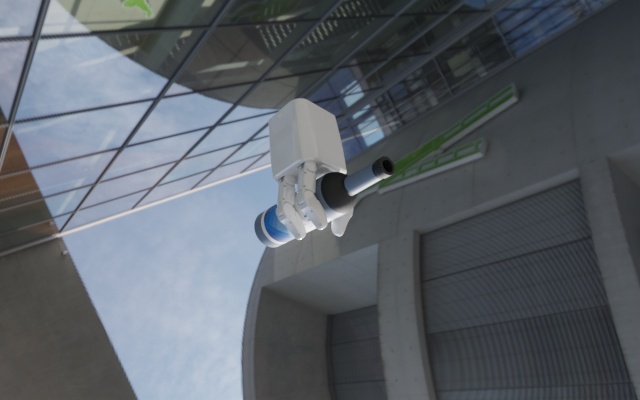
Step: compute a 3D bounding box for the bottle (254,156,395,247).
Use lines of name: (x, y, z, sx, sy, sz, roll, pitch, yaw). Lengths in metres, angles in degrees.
bottle: (0.000, 0.003, 0.736, 0.069, 0.069, 0.296, 0, -19, -40)
